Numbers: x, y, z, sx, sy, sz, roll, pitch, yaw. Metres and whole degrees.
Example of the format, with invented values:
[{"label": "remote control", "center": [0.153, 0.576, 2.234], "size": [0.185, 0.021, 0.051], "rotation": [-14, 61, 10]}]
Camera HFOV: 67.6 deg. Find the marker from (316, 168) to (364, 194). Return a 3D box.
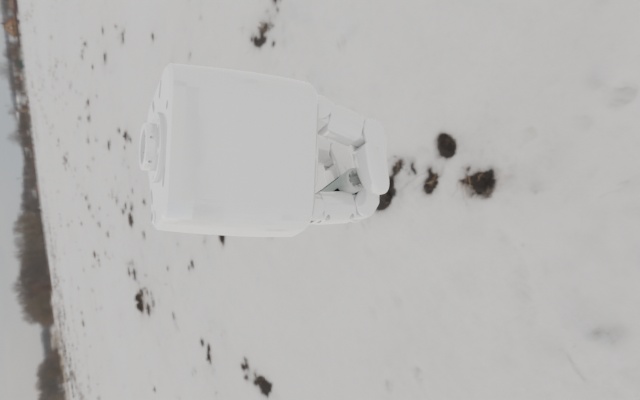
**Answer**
[{"label": "marker", "center": [0.000, 0.001, 0.428], "size": [0.020, 0.020, 0.121], "rotation": [0, -18, -29]}]
